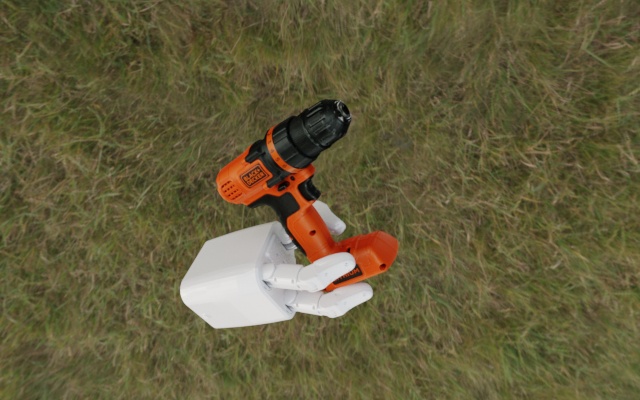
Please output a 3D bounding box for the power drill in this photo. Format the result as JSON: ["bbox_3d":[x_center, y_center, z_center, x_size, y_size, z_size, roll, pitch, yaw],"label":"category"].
[{"bbox_3d":[0.000,0.002,0.509,0.184,0.188,0.057,-27,17,39],"label":"power drill"}]
